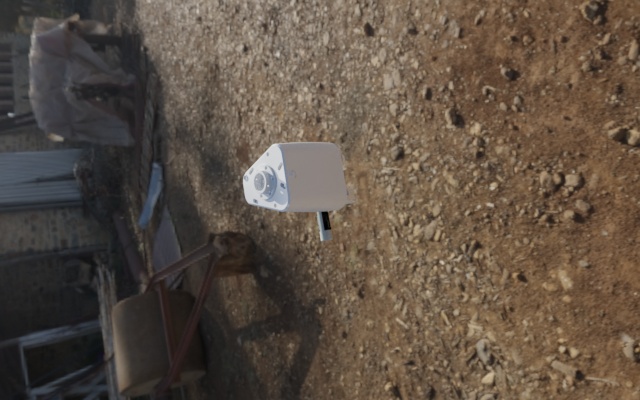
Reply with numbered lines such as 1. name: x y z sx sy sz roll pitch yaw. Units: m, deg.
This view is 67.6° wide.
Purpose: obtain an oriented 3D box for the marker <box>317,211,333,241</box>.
1. marker: 0.000 0.002 0.743 0.020 0.121 0.020 -9 -6 -1
